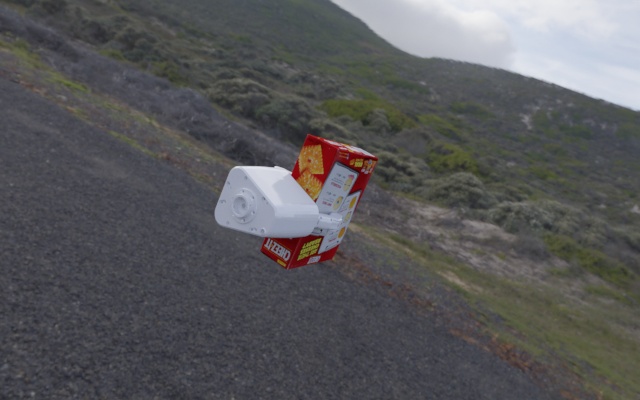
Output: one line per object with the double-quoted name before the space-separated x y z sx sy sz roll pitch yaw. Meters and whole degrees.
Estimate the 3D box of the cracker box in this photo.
"cracker box" 0.000 0.003 0.827 0.072 0.214 0.164 30 14 26
